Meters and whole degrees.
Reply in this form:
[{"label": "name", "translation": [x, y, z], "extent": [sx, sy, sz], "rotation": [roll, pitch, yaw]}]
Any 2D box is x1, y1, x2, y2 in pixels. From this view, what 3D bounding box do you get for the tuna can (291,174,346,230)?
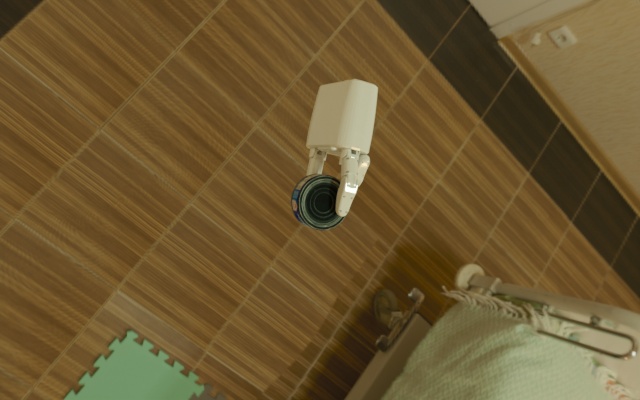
[{"label": "tuna can", "translation": [0.000, 0.003, 0.730], "extent": [0.086, 0.086, 0.034], "rotation": [0, 5, -22]}]
